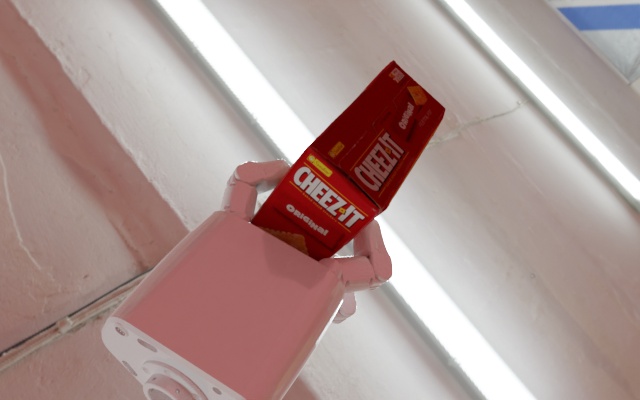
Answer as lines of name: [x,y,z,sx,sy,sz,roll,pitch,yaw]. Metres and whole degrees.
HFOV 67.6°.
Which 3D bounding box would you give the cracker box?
cracker box: [0.000,0.001,0.420,0.214,0.072,0.164,-47,3,44]
